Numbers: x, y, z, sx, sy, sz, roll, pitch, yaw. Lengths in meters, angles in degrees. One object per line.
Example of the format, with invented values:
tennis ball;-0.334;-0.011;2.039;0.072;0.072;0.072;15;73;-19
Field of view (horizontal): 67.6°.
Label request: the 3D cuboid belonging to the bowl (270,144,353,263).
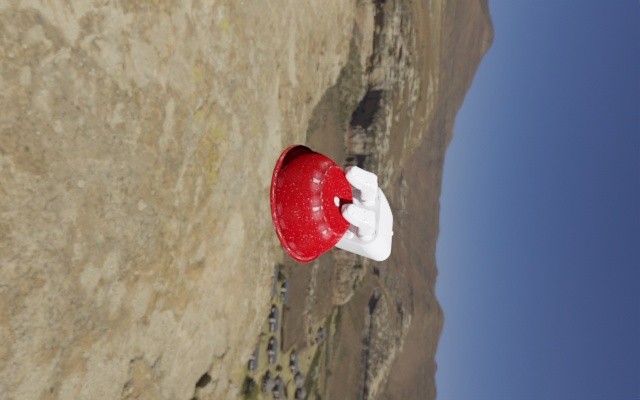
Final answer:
bowl;0.000;0.002;0.637;0.055;0.162;0.162;-5;-2;29
